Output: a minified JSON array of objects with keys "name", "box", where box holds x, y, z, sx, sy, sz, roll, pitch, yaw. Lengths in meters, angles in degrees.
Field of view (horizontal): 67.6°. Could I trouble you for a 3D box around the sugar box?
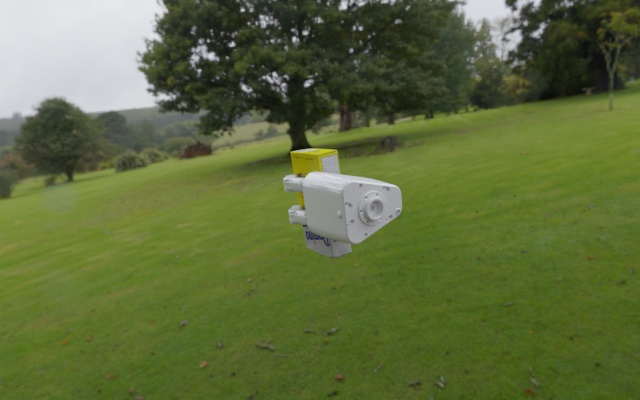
[{"name":"sugar box","box":[0.000,0.003,0.803,0.048,0.176,0.093,-14,15,-29]}]
